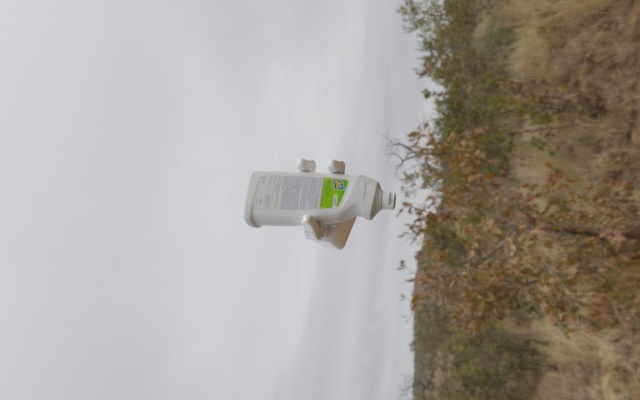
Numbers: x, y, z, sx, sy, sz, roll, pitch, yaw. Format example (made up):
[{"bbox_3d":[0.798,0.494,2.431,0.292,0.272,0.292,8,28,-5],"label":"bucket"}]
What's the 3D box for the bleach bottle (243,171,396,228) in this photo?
[{"bbox_3d":[0.000,0.003,0.812,0.251,0.102,0.068,3,-15,15],"label":"bleach bottle"}]
